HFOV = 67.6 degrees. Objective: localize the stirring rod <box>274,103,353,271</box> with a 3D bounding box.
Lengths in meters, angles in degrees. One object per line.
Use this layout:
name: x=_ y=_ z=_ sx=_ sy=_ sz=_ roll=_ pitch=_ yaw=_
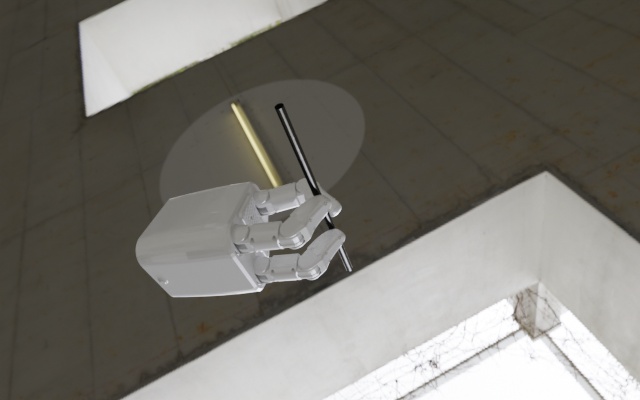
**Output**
stirring rod: x=0.000 y=0.001 z=0.473 sx=0.011 sy=0.011 sz=0.240 roll=0 pitch=-40 yaw=22
